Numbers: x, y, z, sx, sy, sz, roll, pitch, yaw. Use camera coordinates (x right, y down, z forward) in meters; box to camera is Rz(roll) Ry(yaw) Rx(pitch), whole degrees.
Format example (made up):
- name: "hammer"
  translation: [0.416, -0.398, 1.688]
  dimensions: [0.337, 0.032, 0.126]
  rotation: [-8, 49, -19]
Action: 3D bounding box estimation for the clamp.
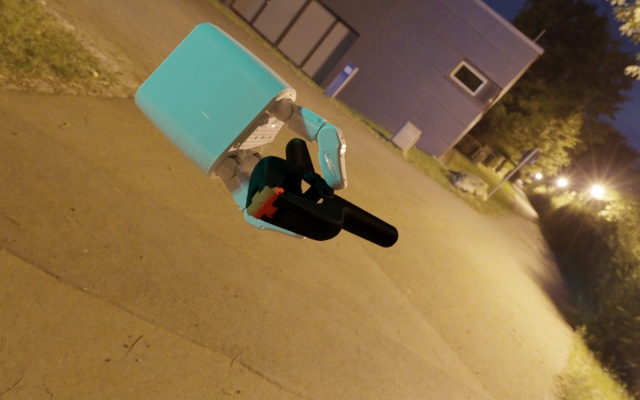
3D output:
- name: "clamp"
  translation: [0.000, 0.001, 0.450]
  dimensions: [0.164, 0.036, 0.210]
  rotation: [42, 16, 6]
